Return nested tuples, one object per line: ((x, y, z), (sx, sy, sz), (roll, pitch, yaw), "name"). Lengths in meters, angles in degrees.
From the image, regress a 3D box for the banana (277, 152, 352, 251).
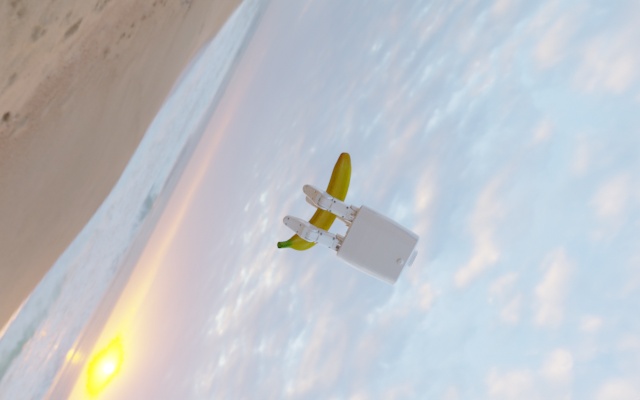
((0.006, 0.013, 0.813), (0.037, 0.198, 0.070), (29, -9, 34), "banana")
